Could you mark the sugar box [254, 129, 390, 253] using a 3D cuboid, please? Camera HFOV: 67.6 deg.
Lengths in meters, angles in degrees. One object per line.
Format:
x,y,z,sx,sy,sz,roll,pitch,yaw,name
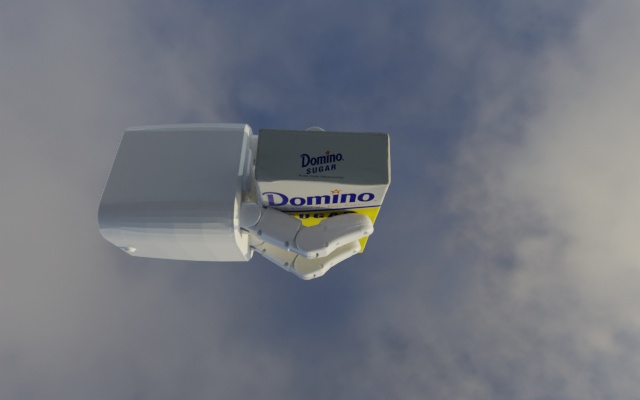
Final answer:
0.000,0.002,0.402,0.093,0.048,0.176,2,-19,0,sugar box
